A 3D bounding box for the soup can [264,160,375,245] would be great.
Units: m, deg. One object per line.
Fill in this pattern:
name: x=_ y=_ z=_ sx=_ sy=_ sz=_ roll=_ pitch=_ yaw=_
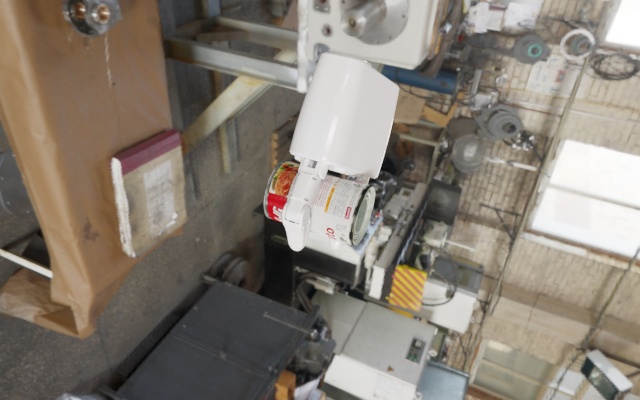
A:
soup can: x=0.000 y=0.002 z=0.513 sx=0.102 sy=0.068 sz=0.068 roll=17 pitch=5 yaw=18
